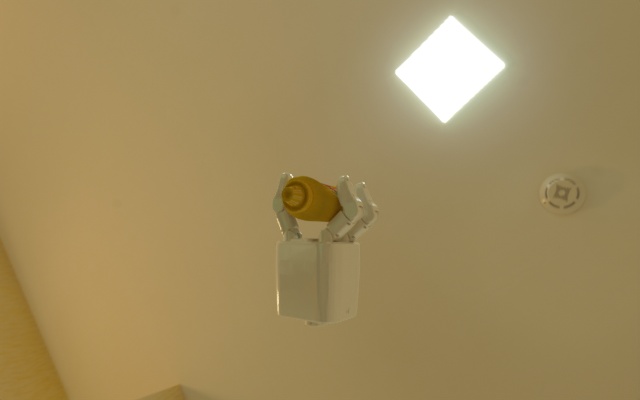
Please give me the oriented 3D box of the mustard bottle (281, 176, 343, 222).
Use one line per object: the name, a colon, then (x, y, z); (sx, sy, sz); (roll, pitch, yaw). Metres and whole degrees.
mustard bottle: (0.000, 0.002, 0.680); (0.096, 0.058, 0.191); (25, 6, 26)
